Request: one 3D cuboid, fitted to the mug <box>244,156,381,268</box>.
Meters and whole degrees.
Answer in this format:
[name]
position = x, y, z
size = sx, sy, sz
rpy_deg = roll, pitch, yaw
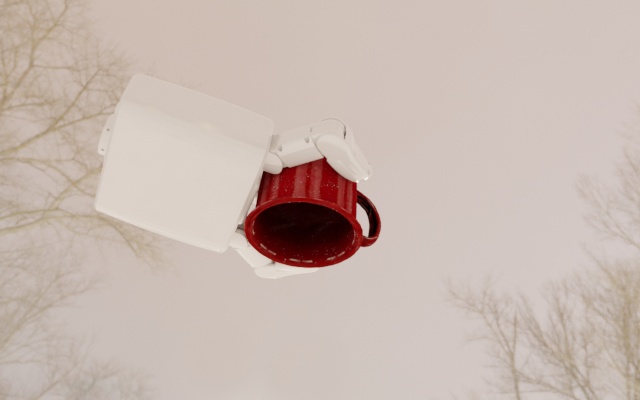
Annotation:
[mug]
position = 0.001, 0.002, 0.402
size = 0.117, 0.081, 0.093
rpy_deg = 20, -42, -17
